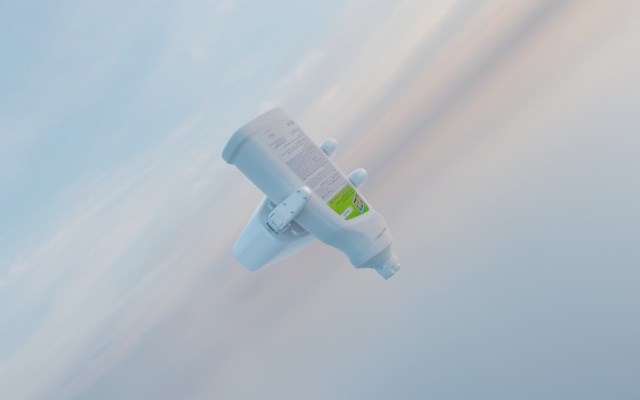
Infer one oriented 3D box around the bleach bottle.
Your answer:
[{"bbox_3d":[0.000,0.002,0.590,0.102,0.251,0.068,-42,-2,-43],"label":"bleach bottle"}]
